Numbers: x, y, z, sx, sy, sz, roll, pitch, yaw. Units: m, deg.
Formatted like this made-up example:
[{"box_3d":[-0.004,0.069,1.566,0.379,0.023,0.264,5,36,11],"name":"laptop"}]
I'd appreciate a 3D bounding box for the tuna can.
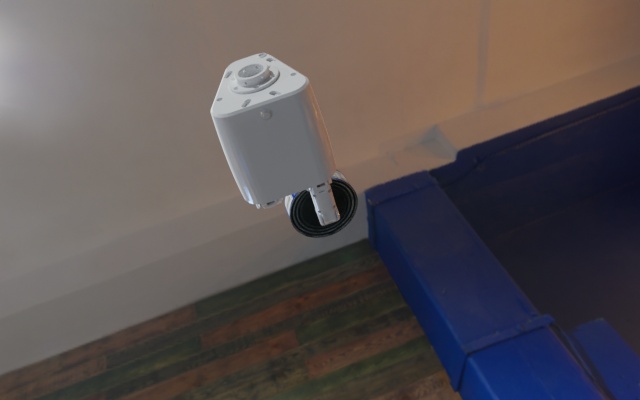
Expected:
[{"box_3d":[0.000,0.002,0.584,0.086,0.086,0.033,0,34,-20],"name":"tuna can"}]
